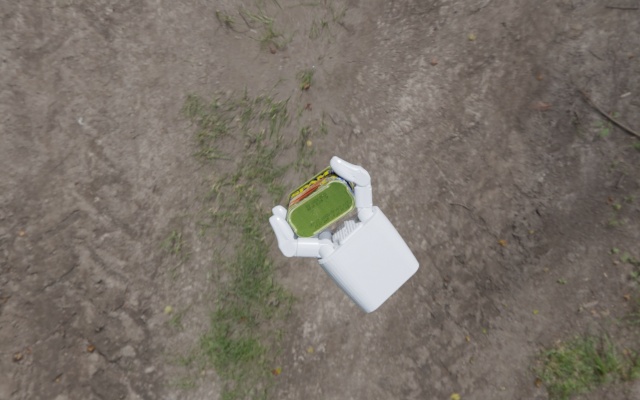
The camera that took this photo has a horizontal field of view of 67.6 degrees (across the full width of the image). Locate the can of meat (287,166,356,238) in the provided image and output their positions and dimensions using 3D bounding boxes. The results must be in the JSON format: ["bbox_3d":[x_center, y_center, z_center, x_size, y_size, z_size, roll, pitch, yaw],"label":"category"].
[{"bbox_3d":[0.000,0.002,0.684,0.102,0.057,0.084,-34,14,8],"label":"can of meat"}]
